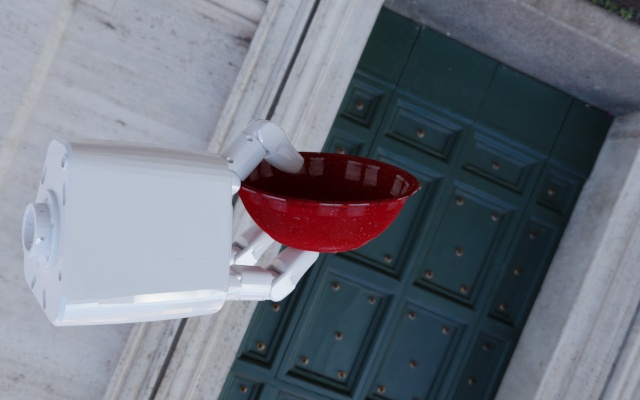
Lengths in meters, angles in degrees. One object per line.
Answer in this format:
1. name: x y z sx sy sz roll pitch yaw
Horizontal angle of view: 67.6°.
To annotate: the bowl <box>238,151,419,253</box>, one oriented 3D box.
1. bowl: 0.001 0.002 0.412 0.162 0.055 0.162 3 18 -1
